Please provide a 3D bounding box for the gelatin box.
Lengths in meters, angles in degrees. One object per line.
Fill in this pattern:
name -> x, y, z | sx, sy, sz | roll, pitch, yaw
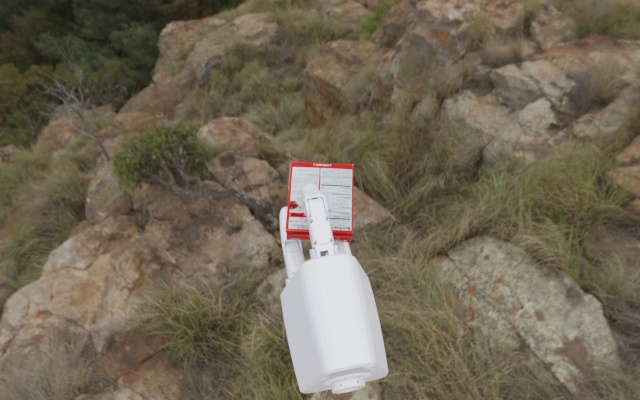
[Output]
gelatin box -> 0.000, 0.001, 0.538 | 0.073, 0.089, 0.030 | 2, -25, 0
